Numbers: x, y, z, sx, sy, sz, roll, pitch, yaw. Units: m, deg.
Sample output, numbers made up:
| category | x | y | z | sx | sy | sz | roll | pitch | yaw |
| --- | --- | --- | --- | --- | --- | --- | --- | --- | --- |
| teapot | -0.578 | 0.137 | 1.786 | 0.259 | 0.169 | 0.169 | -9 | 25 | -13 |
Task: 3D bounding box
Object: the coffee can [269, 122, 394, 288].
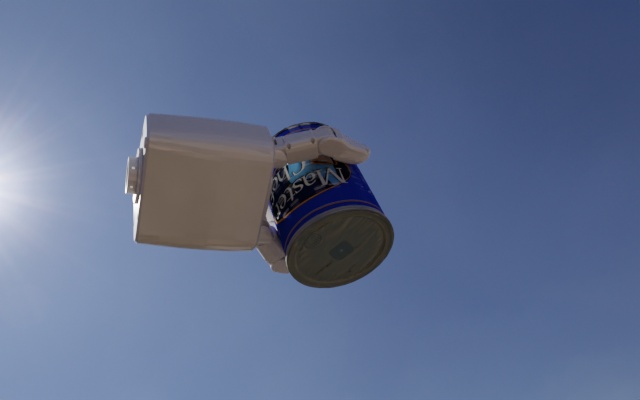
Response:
| category | x | y | z | sx | sy | sz | roll | pitch | yaw |
| --- | --- | --- | --- | --- | --- | --- | --- | --- | --- |
| coffee can | 0.000 | 0.002 | 0.482 | 0.103 | 0.103 | 0.140 | 0 | 40 | -21 |
